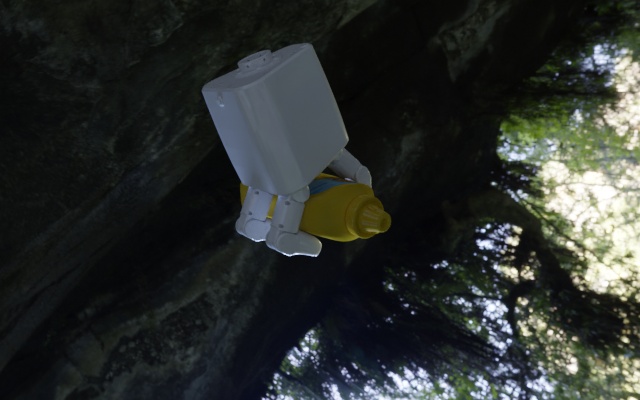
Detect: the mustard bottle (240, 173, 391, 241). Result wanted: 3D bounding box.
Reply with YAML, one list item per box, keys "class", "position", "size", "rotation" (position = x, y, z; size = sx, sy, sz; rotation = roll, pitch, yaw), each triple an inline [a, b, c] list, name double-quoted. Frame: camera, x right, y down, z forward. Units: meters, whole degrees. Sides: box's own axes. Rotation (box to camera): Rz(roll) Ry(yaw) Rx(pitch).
- class: "mustard bottle"
  position: [0.000, 0.002, 0.508]
  size: [0.096, 0.058, 0.191]
  rotation: [-11, 17, -37]
